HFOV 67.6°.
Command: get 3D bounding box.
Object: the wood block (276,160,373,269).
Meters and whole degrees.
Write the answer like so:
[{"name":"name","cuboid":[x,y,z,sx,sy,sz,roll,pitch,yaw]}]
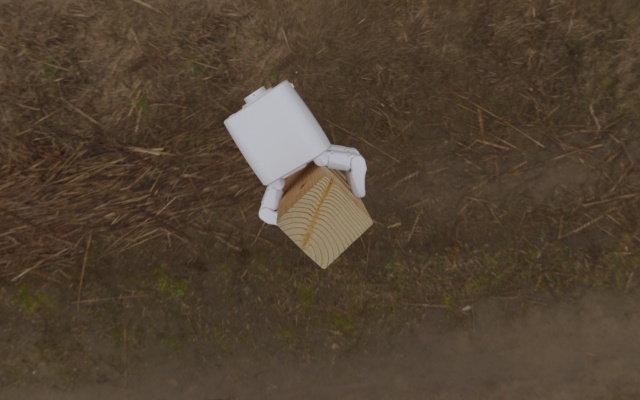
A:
[{"name":"wood block","cuboid":[0.000,0.002,0.689,0.091,0.090,0.206,-43,13,8]}]
